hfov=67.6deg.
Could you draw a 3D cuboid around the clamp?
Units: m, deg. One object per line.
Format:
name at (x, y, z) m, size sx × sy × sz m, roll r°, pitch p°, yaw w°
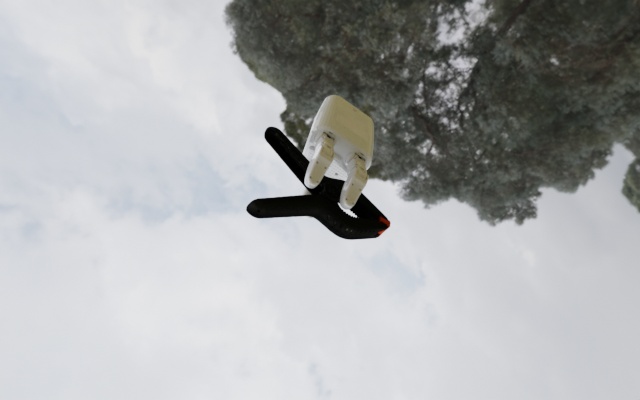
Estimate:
clamp at (0.000, 0.003, 0.626) m, size 0.210 × 0.164 × 0.036 m, roll 32°, pitch -51°, yaw -14°
